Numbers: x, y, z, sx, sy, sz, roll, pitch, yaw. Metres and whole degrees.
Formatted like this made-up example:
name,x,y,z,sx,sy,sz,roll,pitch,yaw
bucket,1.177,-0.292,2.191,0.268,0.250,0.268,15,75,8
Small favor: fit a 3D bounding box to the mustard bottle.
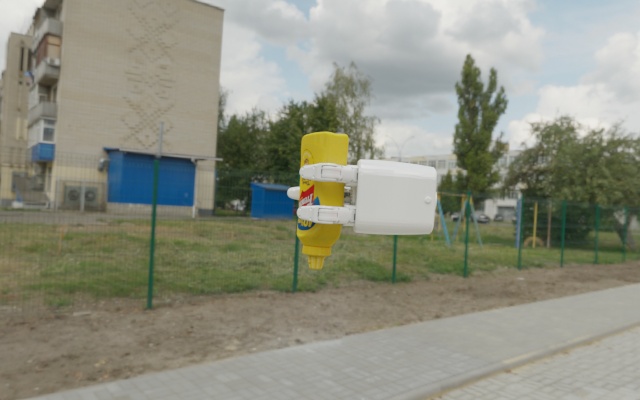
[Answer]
name,x,y,z,sx,sy,sz,roll,pitch,yaw
mustard bottle,0.000,0.002,0.684,0.058,0.191,0.096,4,0,-26
